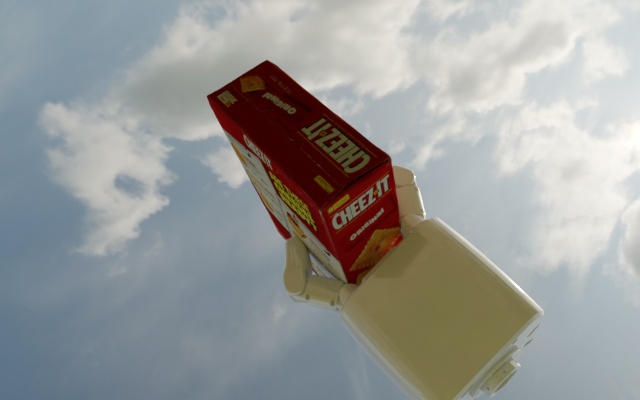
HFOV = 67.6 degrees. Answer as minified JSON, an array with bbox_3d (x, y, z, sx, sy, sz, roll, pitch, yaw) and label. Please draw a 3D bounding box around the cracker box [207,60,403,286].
[{"bbox_3d":[0.000,0.002,0.438,0.164,0.072,0.214,44,-16,34],"label":"cracker box"}]
